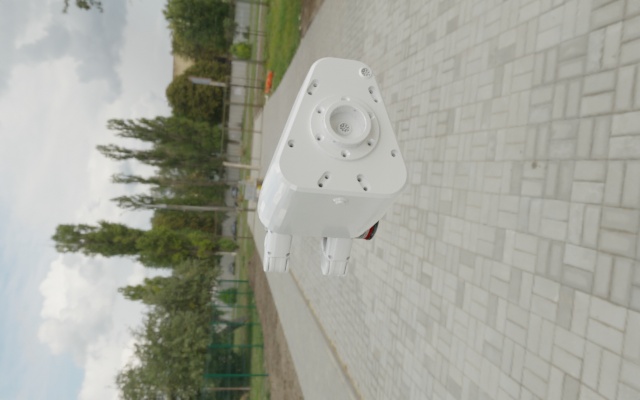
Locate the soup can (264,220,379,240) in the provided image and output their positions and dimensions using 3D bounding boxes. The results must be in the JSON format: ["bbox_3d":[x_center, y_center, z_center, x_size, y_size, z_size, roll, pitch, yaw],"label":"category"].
[{"bbox_3d":[0.000,0.002,0.460,0.102,0.068,0.068,4,-1,-10],"label":"soup can"}]
